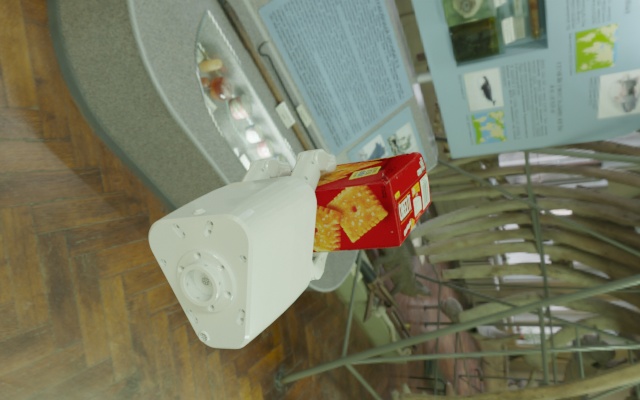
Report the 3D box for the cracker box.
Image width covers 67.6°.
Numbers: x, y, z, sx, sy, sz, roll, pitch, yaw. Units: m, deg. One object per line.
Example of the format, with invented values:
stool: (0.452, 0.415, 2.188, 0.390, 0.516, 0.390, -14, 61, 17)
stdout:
cracker box: (0.000, 0.002, 0.531, 0.214, 0.072, 0.164, -6, 12, 24)
